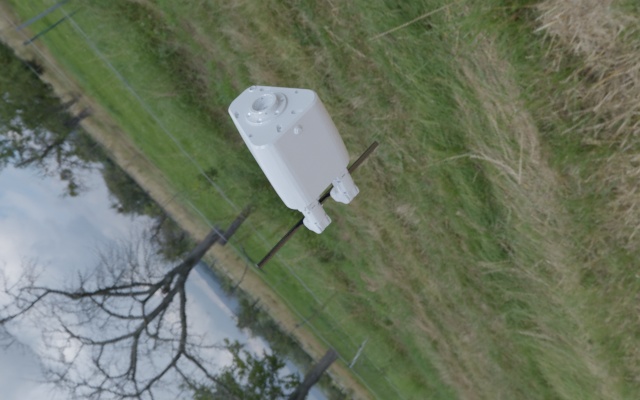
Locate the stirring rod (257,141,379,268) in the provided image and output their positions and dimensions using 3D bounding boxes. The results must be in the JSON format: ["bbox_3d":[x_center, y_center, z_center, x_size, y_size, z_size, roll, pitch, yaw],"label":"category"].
[{"bbox_3d":[0.000,0.002,0.654,0.011,0.239,0.011,40,-14,13],"label":"stirring rod"}]
